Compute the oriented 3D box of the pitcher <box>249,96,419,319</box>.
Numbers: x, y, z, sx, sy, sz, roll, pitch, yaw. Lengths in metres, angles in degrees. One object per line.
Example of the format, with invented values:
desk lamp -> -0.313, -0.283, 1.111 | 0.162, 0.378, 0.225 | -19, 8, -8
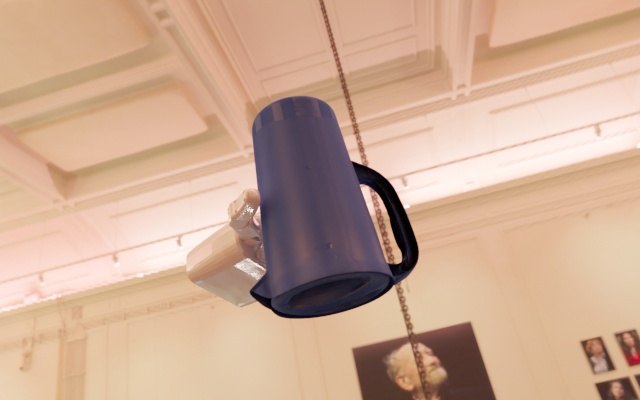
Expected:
pitcher -> 0.000, 0.002, 0.550 | 0.145, 0.242, 0.149 | -30, -32, 29
